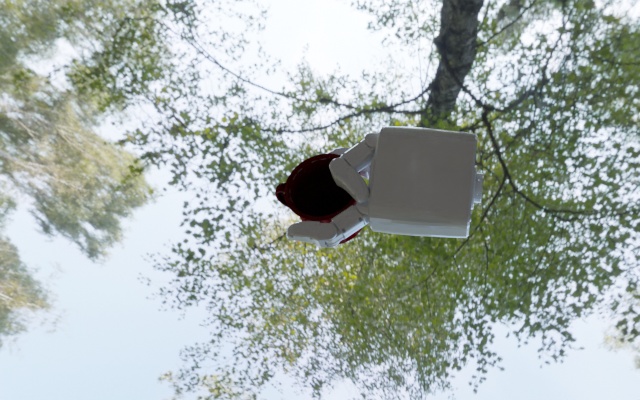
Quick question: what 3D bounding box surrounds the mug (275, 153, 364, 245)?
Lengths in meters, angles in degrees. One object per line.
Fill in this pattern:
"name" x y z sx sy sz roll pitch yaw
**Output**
"mug" -0.001 0.002 0.592 0.117 0.093 0.081 5 -29 18
